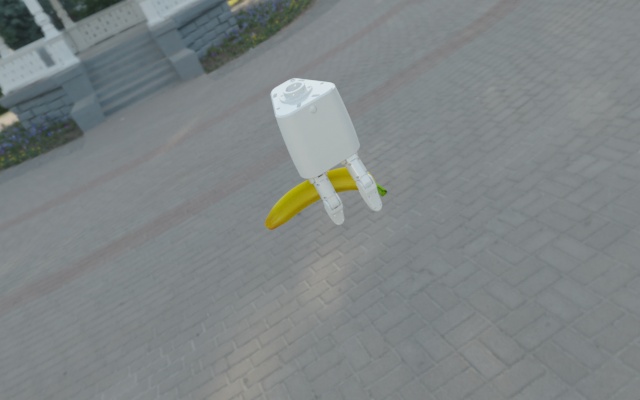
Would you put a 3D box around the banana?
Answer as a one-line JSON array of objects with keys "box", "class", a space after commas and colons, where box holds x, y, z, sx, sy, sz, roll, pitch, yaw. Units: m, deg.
[{"box": [0.001, -0.011, 0.758, 0.198, 0.069, 0.037, -18, -46, 6], "class": "banana"}]
